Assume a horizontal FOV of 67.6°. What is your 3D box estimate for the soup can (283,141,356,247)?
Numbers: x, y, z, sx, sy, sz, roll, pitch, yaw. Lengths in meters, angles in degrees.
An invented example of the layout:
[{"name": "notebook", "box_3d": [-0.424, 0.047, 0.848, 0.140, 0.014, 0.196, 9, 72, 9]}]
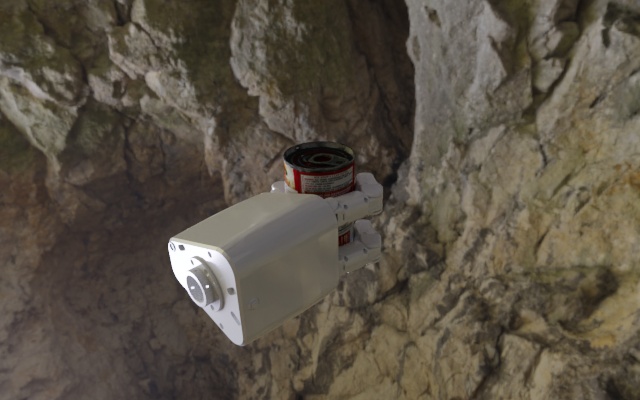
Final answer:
[{"name": "soup can", "box_3d": [0.000, 0.002, 0.469, 0.068, 0.102, 0.068, -1, 28, 1]}]
